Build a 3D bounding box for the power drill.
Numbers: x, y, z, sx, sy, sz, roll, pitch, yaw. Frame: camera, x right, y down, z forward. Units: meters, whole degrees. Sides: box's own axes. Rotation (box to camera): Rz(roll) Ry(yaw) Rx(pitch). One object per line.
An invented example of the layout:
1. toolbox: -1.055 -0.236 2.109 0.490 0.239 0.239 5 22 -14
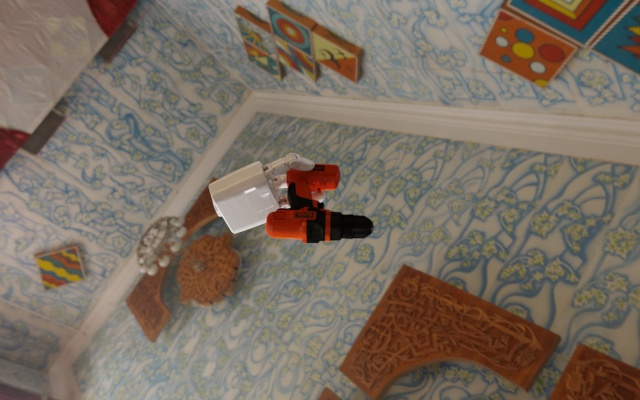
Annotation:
1. power drill: 0.000 0.003 0.871 0.184 0.057 0.187 3 35 0
